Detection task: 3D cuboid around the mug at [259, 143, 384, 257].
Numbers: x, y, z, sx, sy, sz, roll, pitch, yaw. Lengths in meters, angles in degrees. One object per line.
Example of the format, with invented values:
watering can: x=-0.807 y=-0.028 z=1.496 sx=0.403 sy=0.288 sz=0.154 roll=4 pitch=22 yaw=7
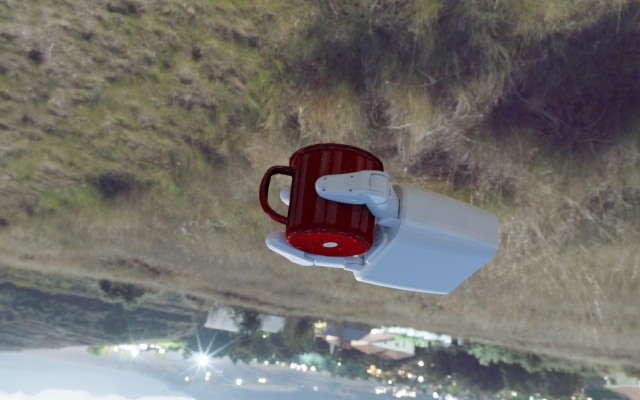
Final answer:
mug: x=-0.001 y=0.001 z=0.447 sx=0.117 sy=0.081 sz=0.093 roll=13 pitch=-24 yaw=-15
